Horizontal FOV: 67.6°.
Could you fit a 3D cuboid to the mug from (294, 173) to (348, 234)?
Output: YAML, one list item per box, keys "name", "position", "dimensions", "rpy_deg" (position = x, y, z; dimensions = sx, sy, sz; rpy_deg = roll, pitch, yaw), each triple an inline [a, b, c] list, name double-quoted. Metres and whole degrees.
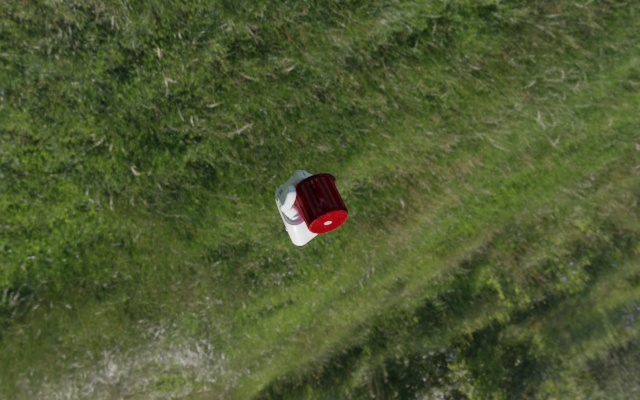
- name: "mug"
  position: [0.000, 0.002, 0.882]
  dimensions: [0.093, 0.081, 0.117]
  rpy_deg: [-21, -29, -8]
